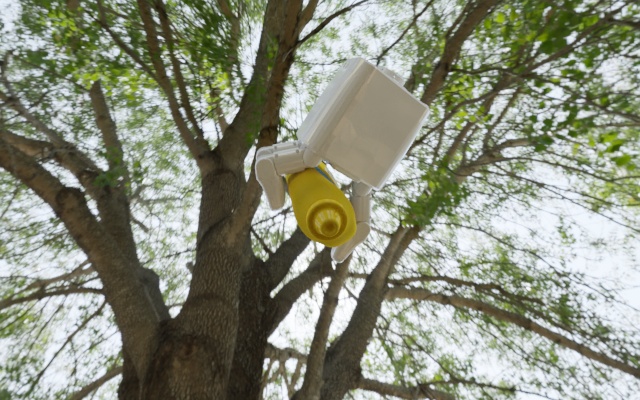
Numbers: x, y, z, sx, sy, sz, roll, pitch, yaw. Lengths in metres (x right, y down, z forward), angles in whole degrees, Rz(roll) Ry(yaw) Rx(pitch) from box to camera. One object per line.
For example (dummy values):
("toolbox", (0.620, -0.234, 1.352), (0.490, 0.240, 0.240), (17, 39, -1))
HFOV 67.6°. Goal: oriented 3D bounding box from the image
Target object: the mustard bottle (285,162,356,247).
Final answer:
("mustard bottle", (0.000, 0.002, 0.537), (0.058, 0.096, 0.191), (-32, 15, 3))
